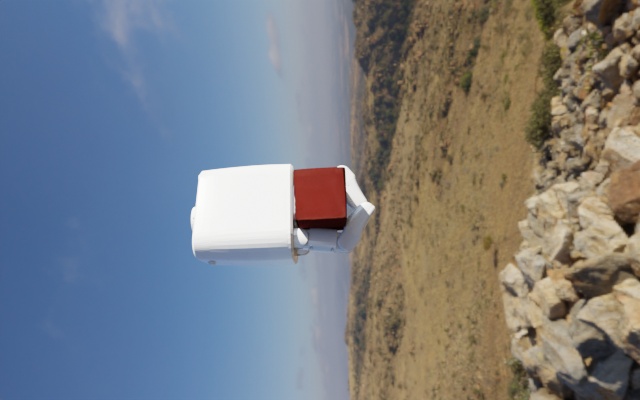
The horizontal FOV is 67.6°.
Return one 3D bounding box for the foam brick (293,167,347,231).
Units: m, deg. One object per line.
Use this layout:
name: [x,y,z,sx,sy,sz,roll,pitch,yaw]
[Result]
foam brick: [0.000,0.001,0.495,0.051,0.053,0.078,-2,-13,0]
